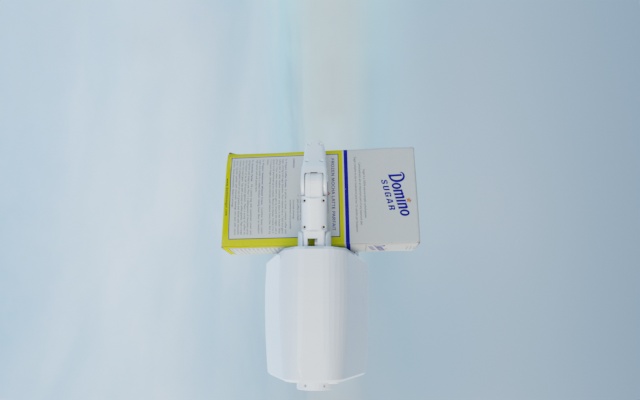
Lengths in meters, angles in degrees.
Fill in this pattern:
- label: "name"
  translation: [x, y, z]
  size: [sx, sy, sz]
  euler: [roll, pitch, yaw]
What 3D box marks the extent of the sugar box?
- label: "sugar box"
  translation: [0.000, 0.002, 0.447]
  size: [0.176, 0.093, 0.048]
  euler: [0, -16, 1]
